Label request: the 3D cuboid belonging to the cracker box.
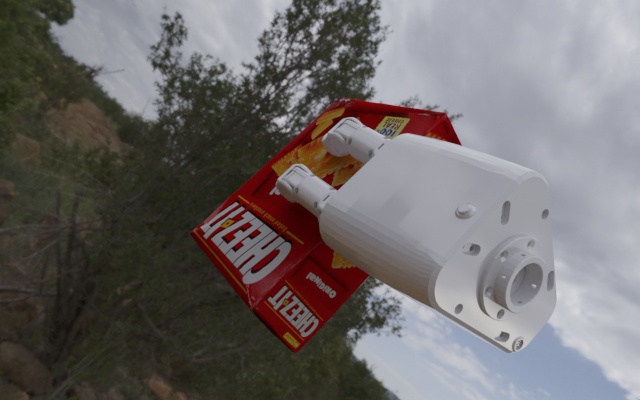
[{"bbox_3d":[0.000,0.001,0.433,0.213,0.072,0.164,-44,32,-12],"label":"cracker box"}]
